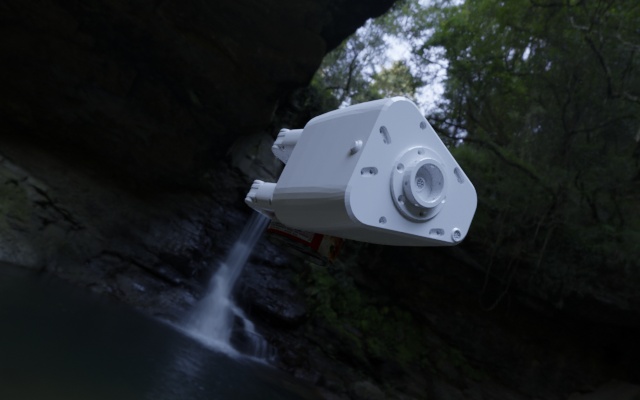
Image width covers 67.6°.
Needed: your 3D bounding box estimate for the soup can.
[{"bbox_3d":[0.000,0.001,0.438,0.068,0.102,0.068,23,-14,6],"label":"soup can"}]
